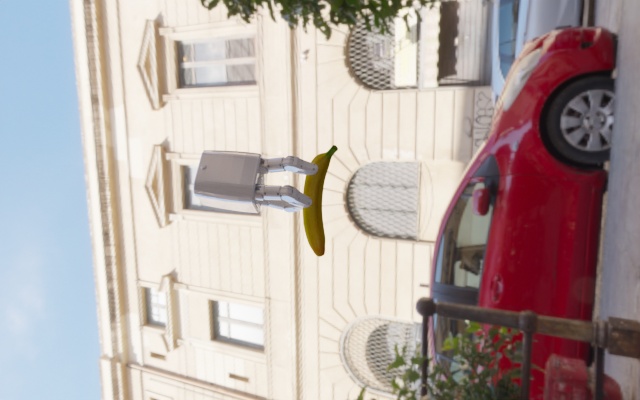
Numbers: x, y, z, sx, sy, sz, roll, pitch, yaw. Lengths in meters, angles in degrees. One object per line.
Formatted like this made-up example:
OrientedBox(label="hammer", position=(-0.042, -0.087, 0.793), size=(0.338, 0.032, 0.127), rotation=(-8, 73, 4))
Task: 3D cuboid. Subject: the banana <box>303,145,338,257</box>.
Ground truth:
OrientedBox(label="banana", position=(-0.007, 0.000, 0.854), size=(0.037, 0.198, 0.069), rotation=(8, -6, -24))
